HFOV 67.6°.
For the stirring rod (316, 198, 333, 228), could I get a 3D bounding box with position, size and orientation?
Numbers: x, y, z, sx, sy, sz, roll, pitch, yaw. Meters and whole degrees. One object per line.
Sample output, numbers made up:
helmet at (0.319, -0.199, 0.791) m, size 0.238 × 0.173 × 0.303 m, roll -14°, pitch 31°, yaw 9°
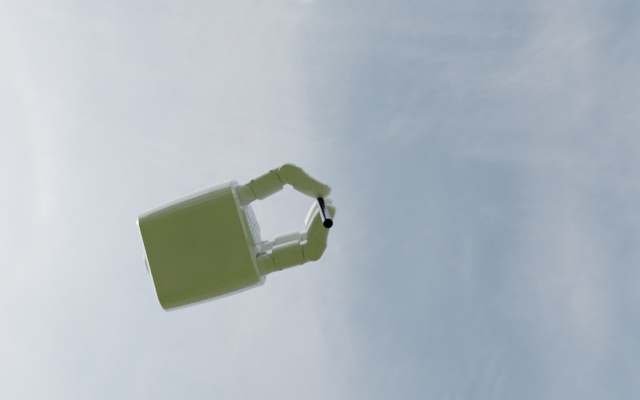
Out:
stirring rod at (0.000, 0.002, 0.492) m, size 0.011 × 0.011 × 0.239 m, roll 0°, pitch 8°, yaw -3°
